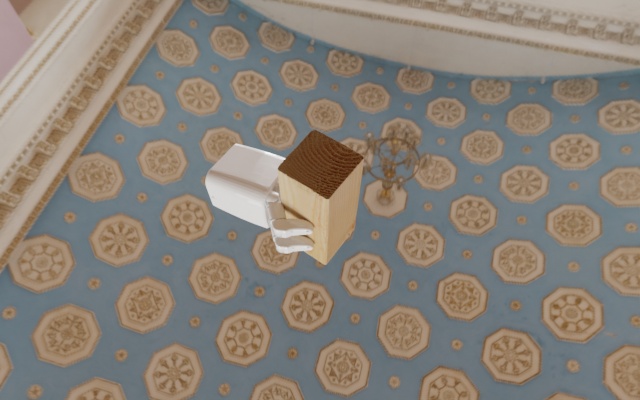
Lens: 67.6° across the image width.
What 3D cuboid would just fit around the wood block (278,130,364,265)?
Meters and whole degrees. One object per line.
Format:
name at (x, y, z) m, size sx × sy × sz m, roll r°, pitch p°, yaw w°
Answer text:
wood block at (0.000, 0.002, 0.742) m, size 0.090 × 0.090 × 0.206 m, roll 31°, pitch -27°, yaw 17°
